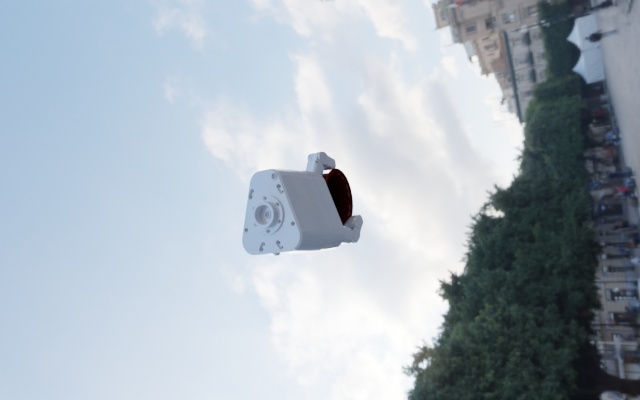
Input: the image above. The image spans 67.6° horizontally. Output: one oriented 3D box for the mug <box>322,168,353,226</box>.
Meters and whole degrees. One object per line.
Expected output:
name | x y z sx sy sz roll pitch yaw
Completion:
mug | 0.001 0.002 0.747 0.081 0.093 0.117 -7 -7 29
